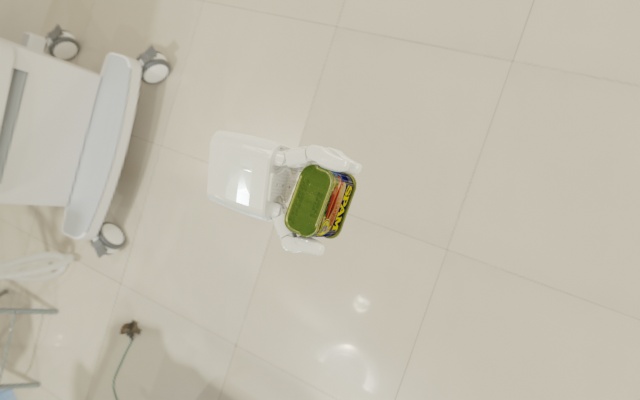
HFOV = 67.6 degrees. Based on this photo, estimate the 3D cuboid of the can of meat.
[{"bbox_3d":[0.000,0.002,0.667,0.057,0.102,0.084,22,6,23],"label":"can of meat"}]
